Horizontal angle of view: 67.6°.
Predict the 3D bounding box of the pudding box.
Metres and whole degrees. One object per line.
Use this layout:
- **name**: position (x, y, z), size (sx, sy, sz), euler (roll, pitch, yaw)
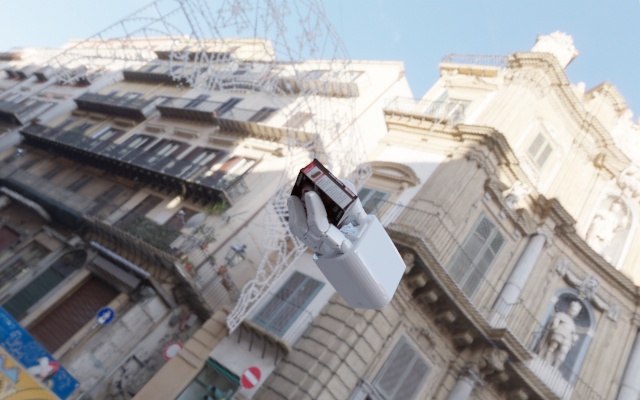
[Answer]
- **pudding box**: position (0.000, 0.002, 0.716), size (0.039, 0.090, 0.113), euler (-42, -12, -32)
